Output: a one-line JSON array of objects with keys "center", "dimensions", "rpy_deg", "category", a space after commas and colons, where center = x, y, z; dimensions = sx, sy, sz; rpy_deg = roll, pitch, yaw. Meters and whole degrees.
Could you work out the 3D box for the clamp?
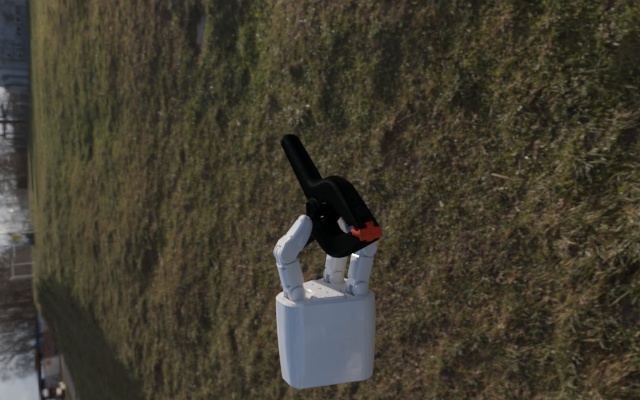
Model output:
[{"center": [0.000, 0.002, 0.570], "dimensions": [0.036, 0.164, 0.210], "rpy_deg": [-9, 10, -28], "category": "clamp"}]
